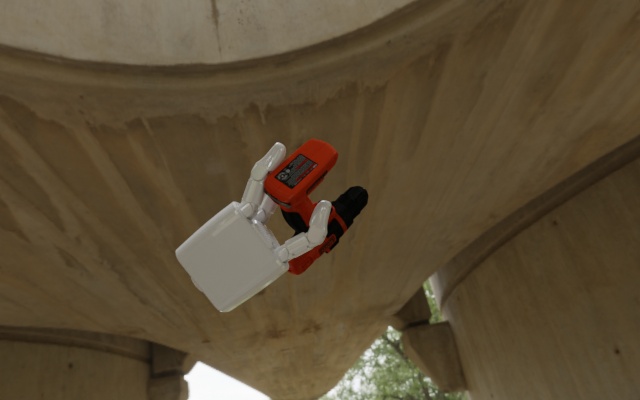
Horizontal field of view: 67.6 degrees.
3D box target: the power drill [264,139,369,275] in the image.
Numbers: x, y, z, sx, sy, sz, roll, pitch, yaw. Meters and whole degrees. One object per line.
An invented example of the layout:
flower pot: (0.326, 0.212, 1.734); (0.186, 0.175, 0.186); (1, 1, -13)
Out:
power drill: (0.000, 0.002, 0.696); (0.057, 0.184, 0.188); (30, -26, 31)
